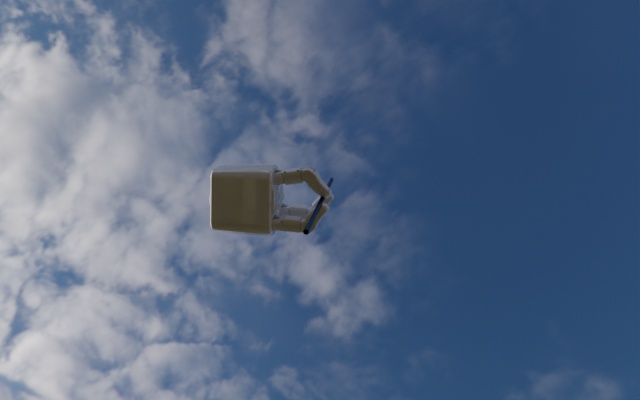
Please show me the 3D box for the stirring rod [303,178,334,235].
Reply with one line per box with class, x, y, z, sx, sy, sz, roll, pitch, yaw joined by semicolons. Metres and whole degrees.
stirring rod;0.000;0.002;0.762;0.011;0.011;0.239;0;20;10
